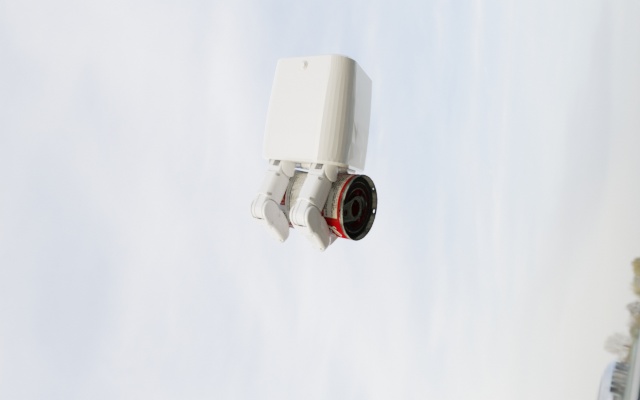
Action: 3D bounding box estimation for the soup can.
[{"bbox_3d":[0.000,0.002,0.510,0.102,0.068,0.068,8,5,36],"label":"soup can"}]
